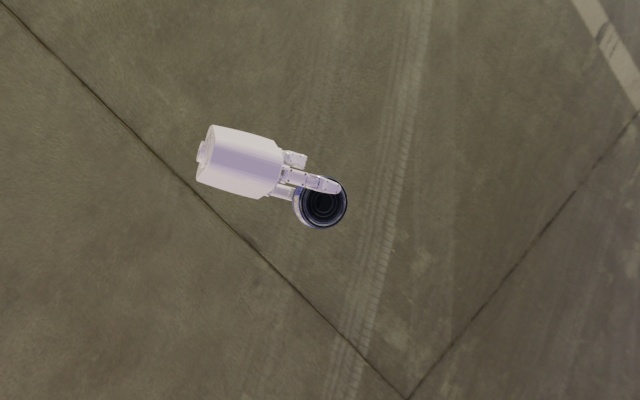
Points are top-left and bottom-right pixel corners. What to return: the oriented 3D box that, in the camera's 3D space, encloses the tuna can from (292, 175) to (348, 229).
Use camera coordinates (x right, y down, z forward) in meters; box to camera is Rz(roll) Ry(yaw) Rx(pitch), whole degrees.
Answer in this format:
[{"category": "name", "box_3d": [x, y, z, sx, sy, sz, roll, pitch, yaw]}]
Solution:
[{"category": "tuna can", "box_3d": [0.000, 0.003, 0.761, 0.086, 0.086, 0.034, 0, 4, -24]}]
